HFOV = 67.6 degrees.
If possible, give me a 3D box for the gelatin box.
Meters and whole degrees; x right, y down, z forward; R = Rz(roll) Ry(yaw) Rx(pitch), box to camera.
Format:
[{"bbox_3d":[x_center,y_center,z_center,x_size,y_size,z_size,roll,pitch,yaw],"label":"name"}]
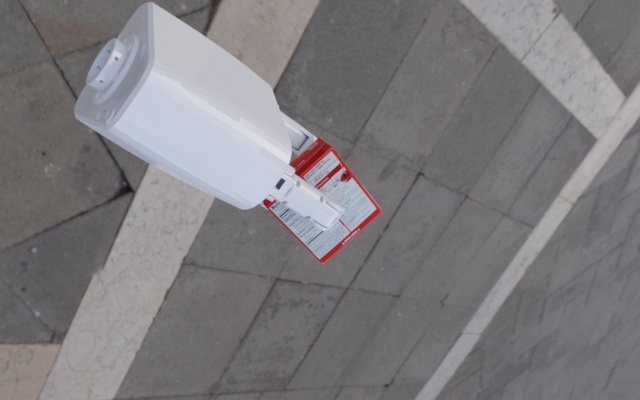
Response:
[{"bbox_3d":[0.000,0.002,0.414,0.089,0.073,0.030,49,-1,-34],"label":"gelatin box"}]
